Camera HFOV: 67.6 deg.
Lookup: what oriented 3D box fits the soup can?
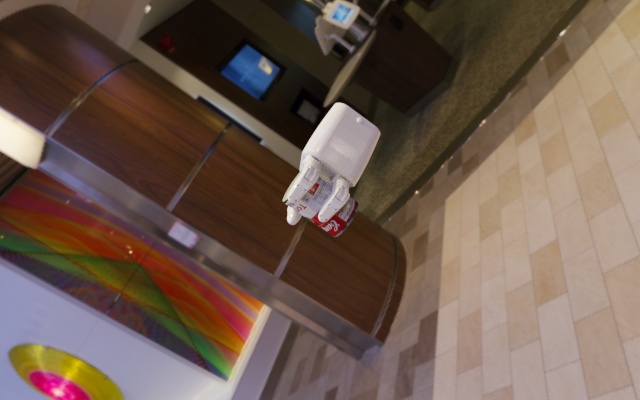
[{"bbox_3d":[0.000,0.003,0.759,0.102,0.068,0.068,34,-8,-12],"label":"soup can"}]
